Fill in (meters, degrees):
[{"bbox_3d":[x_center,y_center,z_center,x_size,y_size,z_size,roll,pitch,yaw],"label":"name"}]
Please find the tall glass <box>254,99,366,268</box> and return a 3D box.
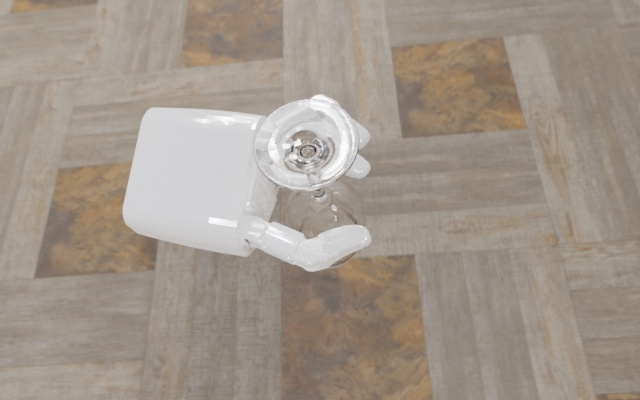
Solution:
[{"bbox_3d":[0.000,0.001,0.419,0.079,0.079,0.201,0,-25,7],"label":"tall glass"}]
